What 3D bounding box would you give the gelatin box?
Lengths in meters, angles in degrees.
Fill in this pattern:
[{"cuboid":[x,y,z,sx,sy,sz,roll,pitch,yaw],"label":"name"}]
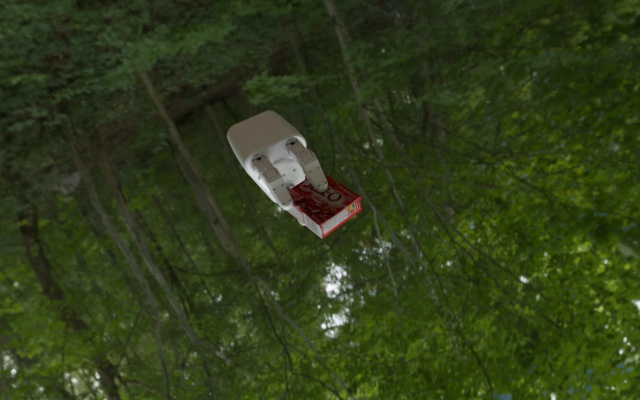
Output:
[{"cuboid":[0.000,0.003,0.655,0.073,0.030,0.089,-34,47,-23],"label":"gelatin box"}]
